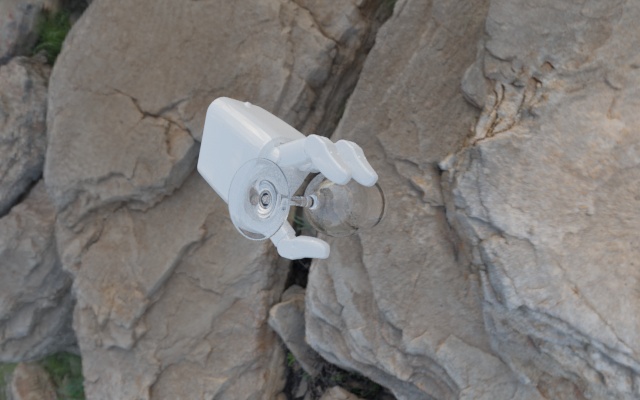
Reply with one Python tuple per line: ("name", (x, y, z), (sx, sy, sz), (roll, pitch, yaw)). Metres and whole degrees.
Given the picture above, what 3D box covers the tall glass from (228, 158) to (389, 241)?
("tall glass", (0.000, 0.002, 0.507), (0.079, 0.079, 0.201), (0, -2, 35))
